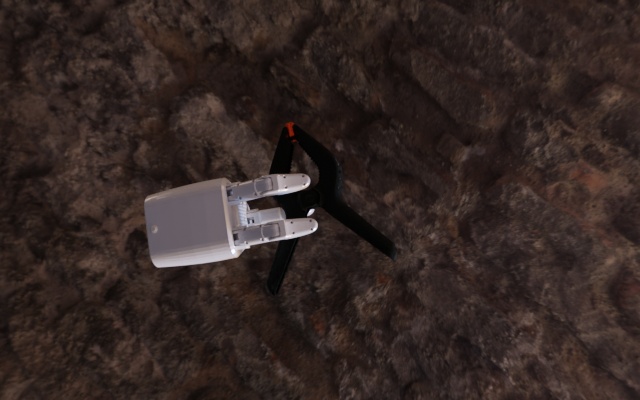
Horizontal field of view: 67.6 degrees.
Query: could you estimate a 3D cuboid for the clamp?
[{"bbox_3d":[0.000,0.002,0.597,0.164,0.210,0.036,-10,-8,3],"label":"clamp"}]
